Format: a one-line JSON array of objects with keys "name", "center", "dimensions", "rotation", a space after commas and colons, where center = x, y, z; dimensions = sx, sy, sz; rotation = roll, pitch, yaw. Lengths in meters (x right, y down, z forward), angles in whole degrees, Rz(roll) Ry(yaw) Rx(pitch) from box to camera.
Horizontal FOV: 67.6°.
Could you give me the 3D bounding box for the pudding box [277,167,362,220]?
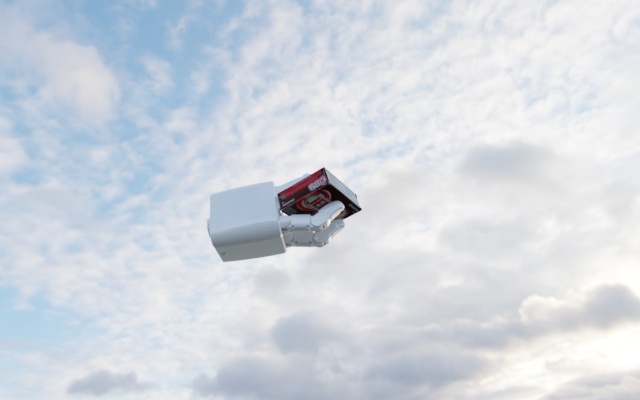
[{"name": "pudding box", "center": [0.000, 0.002, 0.755], "dimensions": [0.090, 0.039, 0.113], "rotation": [-28, -32, 20]}]
